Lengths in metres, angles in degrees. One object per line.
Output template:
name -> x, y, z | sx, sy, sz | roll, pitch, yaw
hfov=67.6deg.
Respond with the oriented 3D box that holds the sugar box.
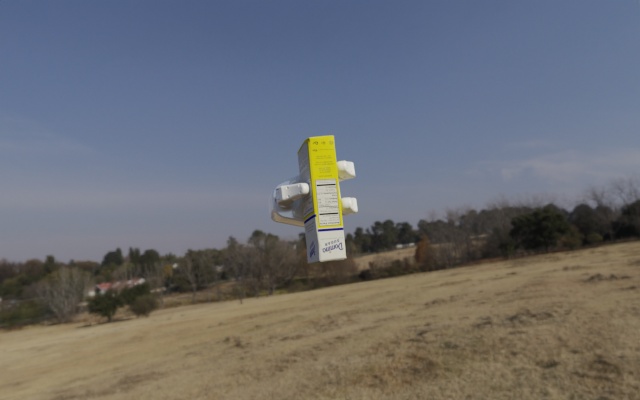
sugar box -> 0.001, 0.002, 0.700 | 0.048, 0.176, 0.093 | -6, -7, -12
